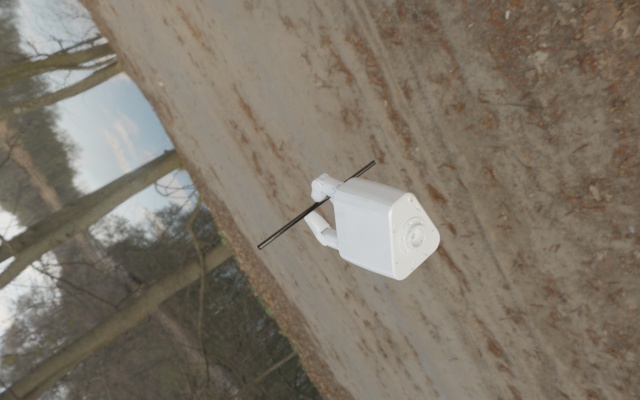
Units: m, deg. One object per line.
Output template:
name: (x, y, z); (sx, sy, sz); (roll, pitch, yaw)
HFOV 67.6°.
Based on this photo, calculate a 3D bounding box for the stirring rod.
stirring rod: (0.000, 0.002, 0.727); (0.239, 0.011, 0.011); (-36, 17, -25)
